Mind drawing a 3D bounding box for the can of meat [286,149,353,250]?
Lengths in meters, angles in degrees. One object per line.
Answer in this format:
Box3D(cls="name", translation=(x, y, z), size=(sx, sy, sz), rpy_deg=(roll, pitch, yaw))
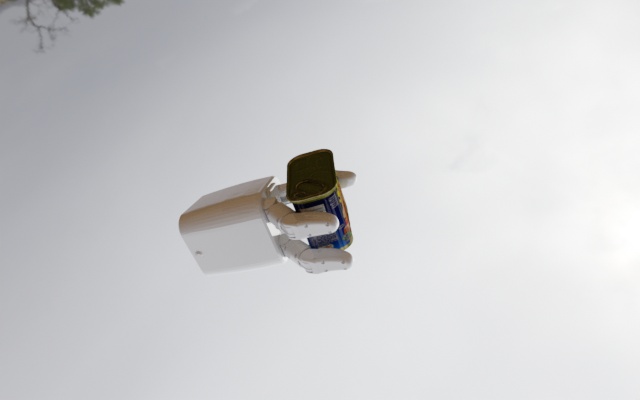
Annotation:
Box3D(cls="can of meat", translation=(0.000, 0.002, 0.558), size=(0.057, 0.084, 0.102), rpy_deg=(-15, 33, 7))
